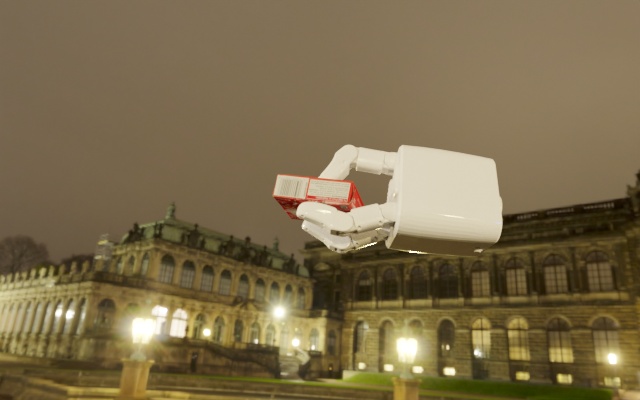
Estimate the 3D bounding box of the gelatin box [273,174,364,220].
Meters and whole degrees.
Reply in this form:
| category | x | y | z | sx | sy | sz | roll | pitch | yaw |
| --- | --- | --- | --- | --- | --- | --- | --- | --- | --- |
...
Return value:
| category | x | y | z | sx | sy | sz | roll | pitch | yaw |
| --- | --- | --- | --- | --- | --- | --- | --- | --- | --- |
| gelatin box | 0.000 | 0.001 | 0.535 | 0.089 | 0.030 | 0.073 | 7 | -20 | 16 |
